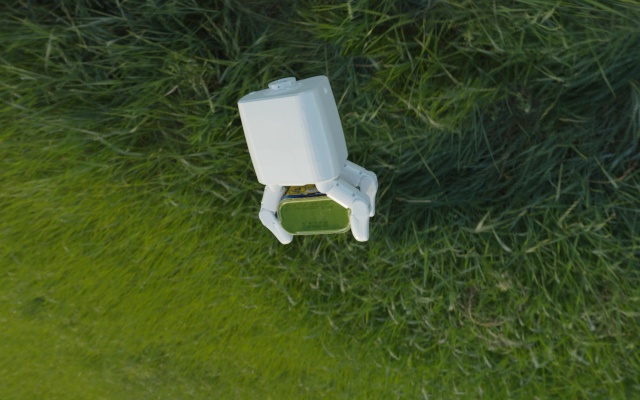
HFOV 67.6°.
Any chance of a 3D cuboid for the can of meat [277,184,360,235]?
[{"bbox_3d":[0.000,0.002,0.632,0.102,0.057,0.084,-5,24,14],"label":"can of meat"}]
